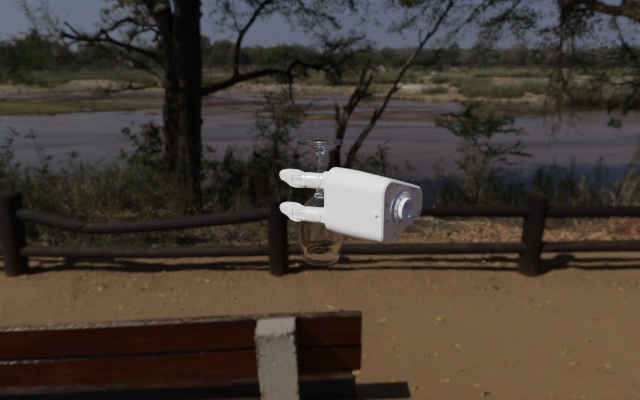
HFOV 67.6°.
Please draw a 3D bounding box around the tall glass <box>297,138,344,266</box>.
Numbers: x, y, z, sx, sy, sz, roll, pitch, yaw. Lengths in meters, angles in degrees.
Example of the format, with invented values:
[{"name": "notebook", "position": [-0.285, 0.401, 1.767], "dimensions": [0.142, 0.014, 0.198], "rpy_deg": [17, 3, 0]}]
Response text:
[{"name": "tall glass", "position": [0.000, 0.002, 0.784], "dimensions": [0.079, 0.201, 0.079], "rpy_deg": [0, 15, 0]}]
